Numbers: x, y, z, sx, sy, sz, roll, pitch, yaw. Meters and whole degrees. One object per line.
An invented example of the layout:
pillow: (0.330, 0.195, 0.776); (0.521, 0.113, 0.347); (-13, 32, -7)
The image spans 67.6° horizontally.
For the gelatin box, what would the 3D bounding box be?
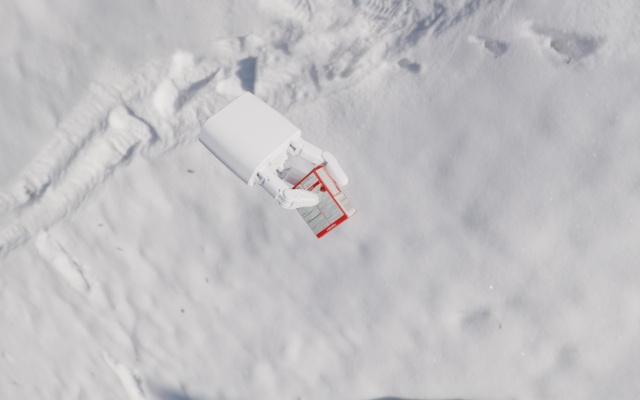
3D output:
gelatin box: (0.000, 0.003, 0.719); (0.073, 0.089, 0.030); (-38, -4, 39)
